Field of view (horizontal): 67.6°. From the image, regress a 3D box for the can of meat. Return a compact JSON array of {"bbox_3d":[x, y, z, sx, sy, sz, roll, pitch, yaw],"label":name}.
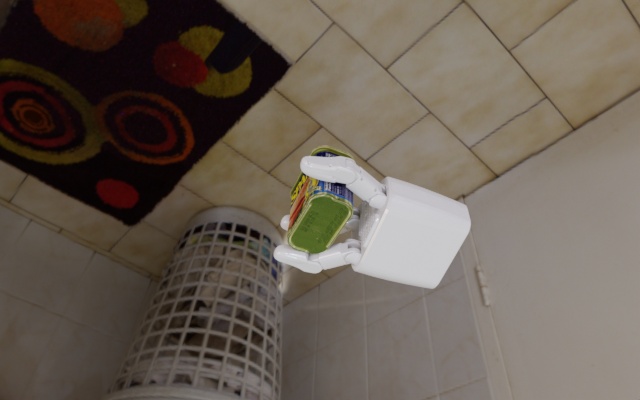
[{"bbox_3d":[0.000,0.002,0.562,0.057,0.083,0.102,19,-49,-15],"label":"can of meat"}]
